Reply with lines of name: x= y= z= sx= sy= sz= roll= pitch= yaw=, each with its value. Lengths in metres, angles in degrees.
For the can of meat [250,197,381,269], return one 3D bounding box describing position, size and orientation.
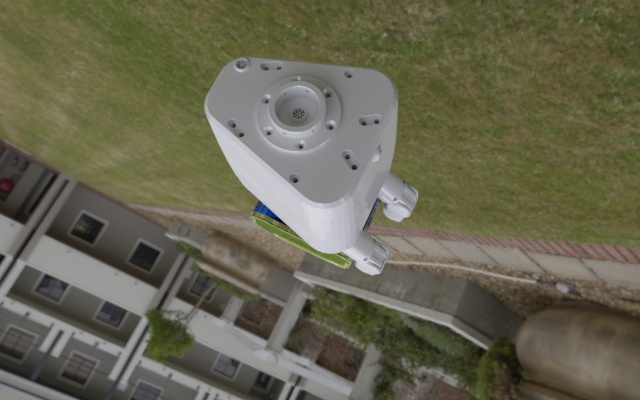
can of meat: x=0.000 y=0.002 z=0.422 sx=0.102 sy=0.084 sz=0.057 roll=25 pitch=-15 yaw=8
